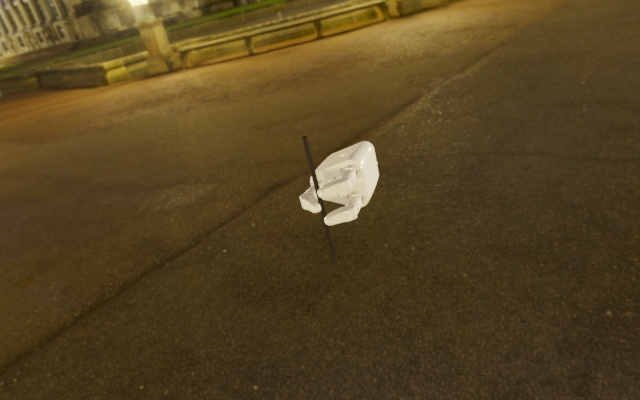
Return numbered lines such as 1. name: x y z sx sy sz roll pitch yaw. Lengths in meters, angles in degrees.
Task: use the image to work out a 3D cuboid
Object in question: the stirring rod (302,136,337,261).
1. stirring rod: 0.000 0.003 0.828 0.011 0.240 0.011 -11 25 5
